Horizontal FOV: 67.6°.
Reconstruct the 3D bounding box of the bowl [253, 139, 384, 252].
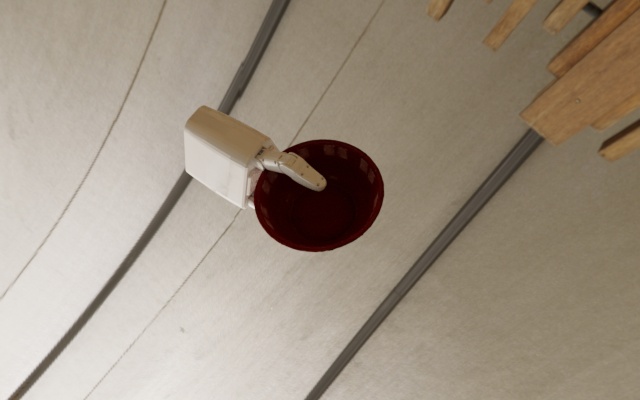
[{"bbox_3d":[0.001,0.003,0.606,0.162,0.162,0.055,0,-31,8],"label":"bowl"}]
